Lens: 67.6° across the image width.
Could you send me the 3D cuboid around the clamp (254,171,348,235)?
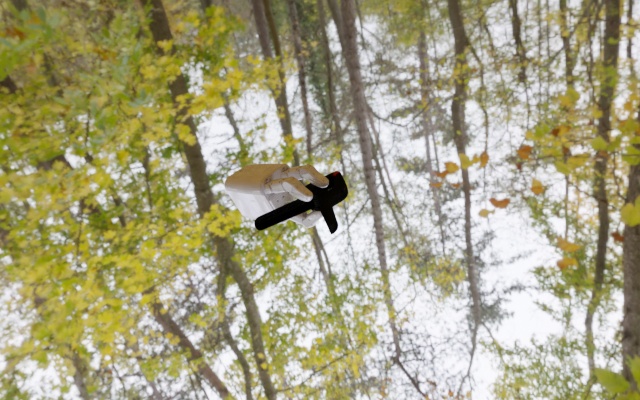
[{"bbox_3d":[0.000,0.003,0.883,0.164,0.036,0.210,6,32,35],"label":"clamp"}]
